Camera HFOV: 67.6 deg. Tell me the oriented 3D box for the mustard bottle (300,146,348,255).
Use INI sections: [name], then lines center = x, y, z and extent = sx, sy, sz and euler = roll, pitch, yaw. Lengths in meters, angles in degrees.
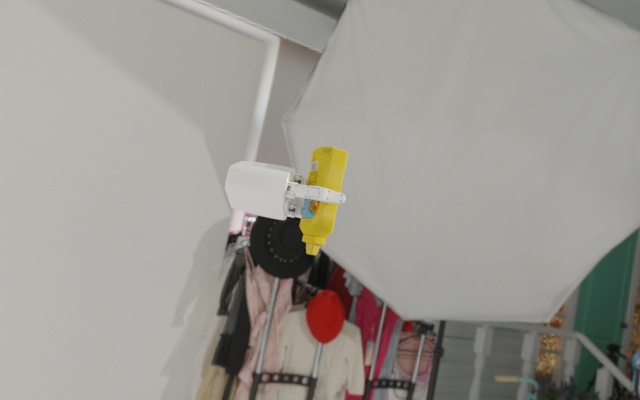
[mustard bottle]
center = 0.001, 0.003, 0.861
extent = 0.058, 0.191, 0.096
euler = 13, -7, -22
